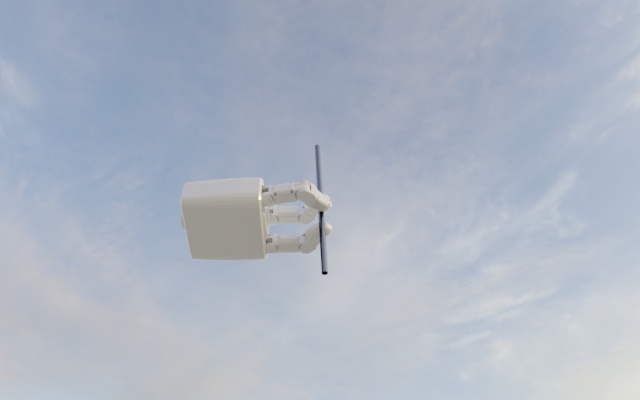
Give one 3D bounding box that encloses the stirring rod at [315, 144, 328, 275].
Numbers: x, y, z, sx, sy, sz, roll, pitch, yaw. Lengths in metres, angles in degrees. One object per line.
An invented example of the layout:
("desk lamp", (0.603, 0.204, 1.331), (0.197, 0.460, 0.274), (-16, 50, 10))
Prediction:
("stirring rod", (0.000, 0.002, 0.672), (0.011, 0.239, 0.011), (-2, -43, -2))
